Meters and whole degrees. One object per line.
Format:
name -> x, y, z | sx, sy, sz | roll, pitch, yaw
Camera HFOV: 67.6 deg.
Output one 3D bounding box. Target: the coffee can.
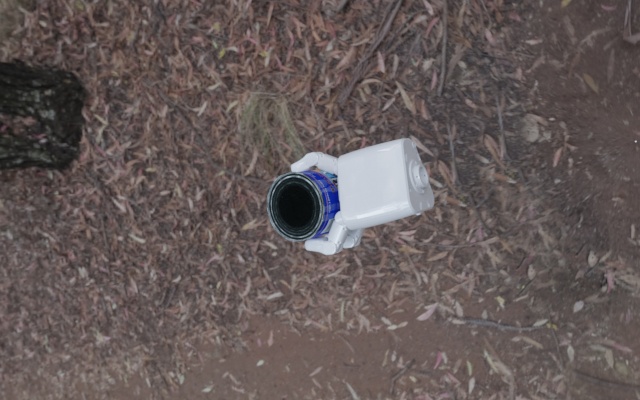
coffee can -> 0.000, 0.002, 0.745 | 0.103, 0.103, 0.140 | 0, 6, 33
